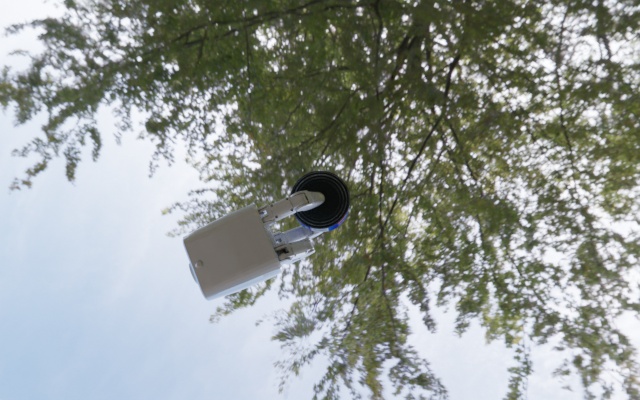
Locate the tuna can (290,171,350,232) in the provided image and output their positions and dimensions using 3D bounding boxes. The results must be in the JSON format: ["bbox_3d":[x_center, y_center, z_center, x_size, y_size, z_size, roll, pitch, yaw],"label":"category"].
[{"bbox_3d":[0.000,0.002,0.692,0.086,0.086,0.034,0,-14,4],"label":"tuna can"}]
